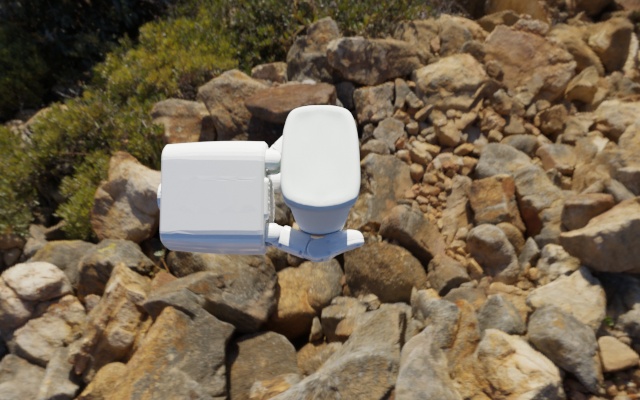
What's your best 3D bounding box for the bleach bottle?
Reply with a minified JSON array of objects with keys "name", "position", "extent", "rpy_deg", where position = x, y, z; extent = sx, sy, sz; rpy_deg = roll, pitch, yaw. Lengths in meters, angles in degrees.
[{"name":"bleach bottle","position":[0.000,0.002,0.519],"extent":[0.068,0.102,0.251],"rpy_deg":[0,-20,0]}]
